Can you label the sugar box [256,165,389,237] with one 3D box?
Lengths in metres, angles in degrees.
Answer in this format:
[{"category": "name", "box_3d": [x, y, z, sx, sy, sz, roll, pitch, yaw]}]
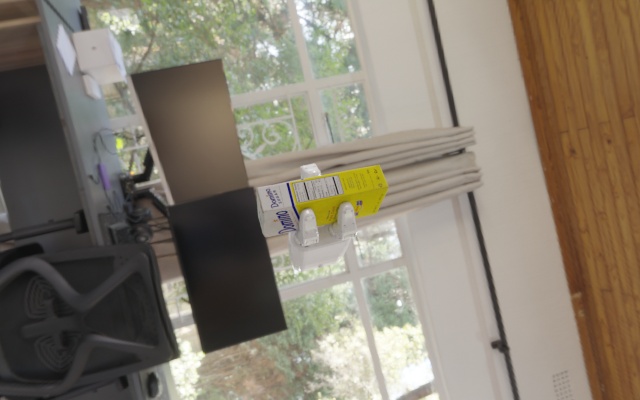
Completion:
[{"category": "sugar box", "box_3d": [0.000, 0.003, 0.677, 0.176, 0.048, 0.093, -14, -24, -11]}]
